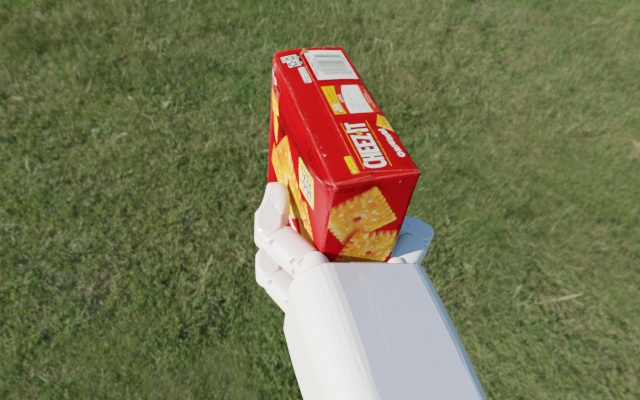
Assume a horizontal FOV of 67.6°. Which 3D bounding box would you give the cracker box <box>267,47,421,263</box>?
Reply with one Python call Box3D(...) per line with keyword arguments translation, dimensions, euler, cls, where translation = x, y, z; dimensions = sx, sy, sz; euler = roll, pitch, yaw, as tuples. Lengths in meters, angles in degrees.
Box3D(translation=(0.000, 0.001, 0.424), dimensions=(0.072, 0.164, 0.214), euler=(-8, -41, -17), cls="cracker box")
